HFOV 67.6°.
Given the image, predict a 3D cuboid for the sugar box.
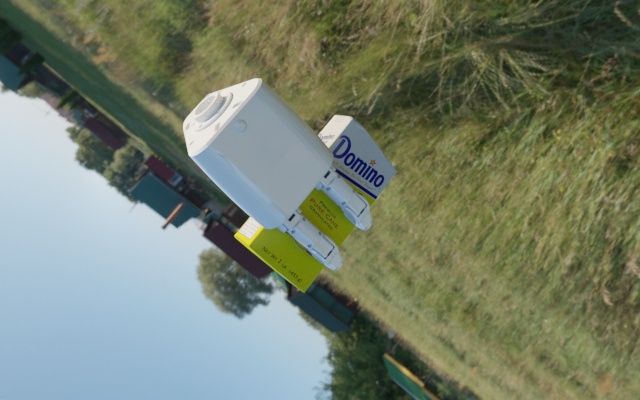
[{"bbox_3d":[0.000,0.002,0.520,0.093,0.176,0.048,45,-12,-32],"label":"sugar box"}]
